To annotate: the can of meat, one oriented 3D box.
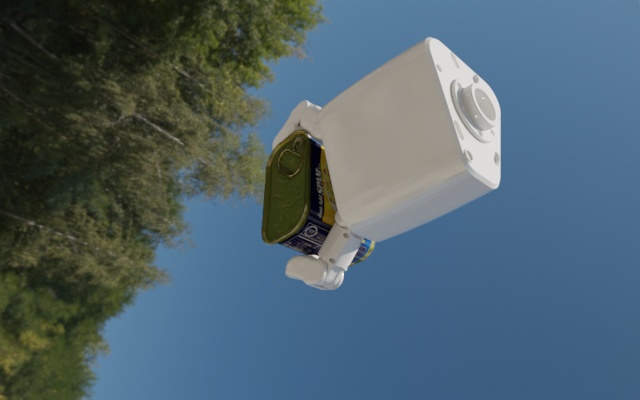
[{"bbox_3d":[0.000,0.002,0.422,0.084,0.102,0.057,26,-41,-34],"label":"can of meat"}]
